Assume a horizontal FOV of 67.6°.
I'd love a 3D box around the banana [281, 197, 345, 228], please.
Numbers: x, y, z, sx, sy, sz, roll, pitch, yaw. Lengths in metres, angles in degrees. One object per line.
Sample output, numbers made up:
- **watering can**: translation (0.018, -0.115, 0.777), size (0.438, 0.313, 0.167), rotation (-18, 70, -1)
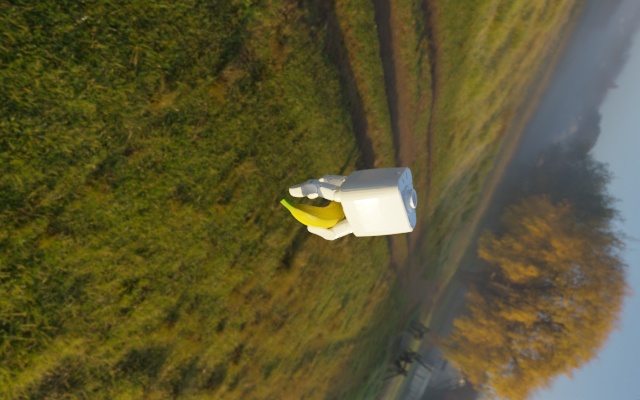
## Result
- **banana**: translation (0.007, 0.019, 0.890), size (0.037, 0.069, 0.198), rotation (-35, -17, 26)
